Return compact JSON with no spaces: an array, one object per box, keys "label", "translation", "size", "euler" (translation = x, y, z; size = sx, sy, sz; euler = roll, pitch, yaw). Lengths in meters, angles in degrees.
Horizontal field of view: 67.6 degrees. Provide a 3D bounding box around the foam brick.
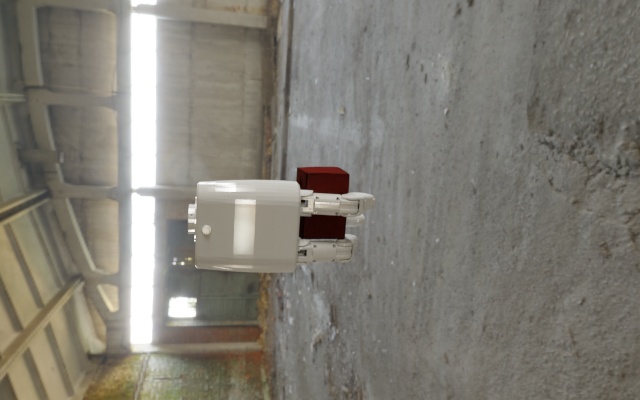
[{"label":"foam brick","translation":[0.000,0.001,0.550],"size":[0.051,0.078,0.053],"euler":[1,10,-13]}]
